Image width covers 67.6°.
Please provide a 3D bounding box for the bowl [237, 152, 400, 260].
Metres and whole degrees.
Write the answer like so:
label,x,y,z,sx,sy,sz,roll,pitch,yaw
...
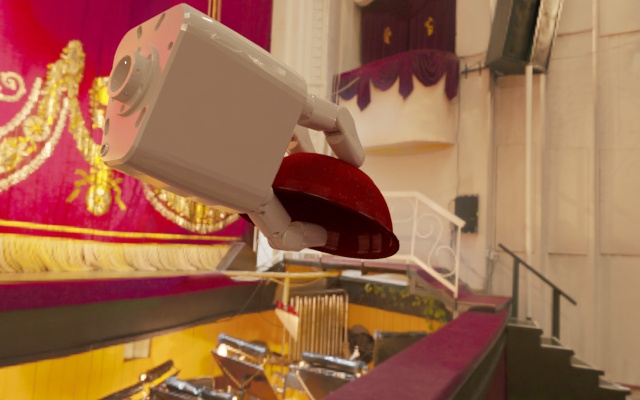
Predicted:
label,x,y,z,sx,sy,sz,roll,pitch,yaw
bowl,0.001,0.002,0.446,0.162,0.055,0.162,15,-21,6
